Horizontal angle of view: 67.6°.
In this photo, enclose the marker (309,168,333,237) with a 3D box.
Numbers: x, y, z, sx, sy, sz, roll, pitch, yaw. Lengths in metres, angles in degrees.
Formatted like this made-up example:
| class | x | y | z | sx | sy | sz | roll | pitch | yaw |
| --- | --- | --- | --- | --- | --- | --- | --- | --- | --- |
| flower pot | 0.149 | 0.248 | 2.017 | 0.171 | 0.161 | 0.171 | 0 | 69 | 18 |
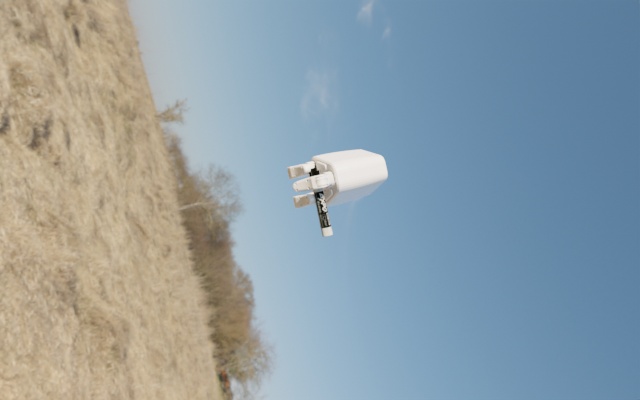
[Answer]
| class | x | y | z | sx | sy | sz | roll | pitch | yaw |
| --- | --- | --- | --- | --- | --- | --- | --- | --- | --- |
| marker | 0.000 | 0.003 | 0.832 | 0.020 | 0.121 | 0.020 | -12 | 3 | 1 |
